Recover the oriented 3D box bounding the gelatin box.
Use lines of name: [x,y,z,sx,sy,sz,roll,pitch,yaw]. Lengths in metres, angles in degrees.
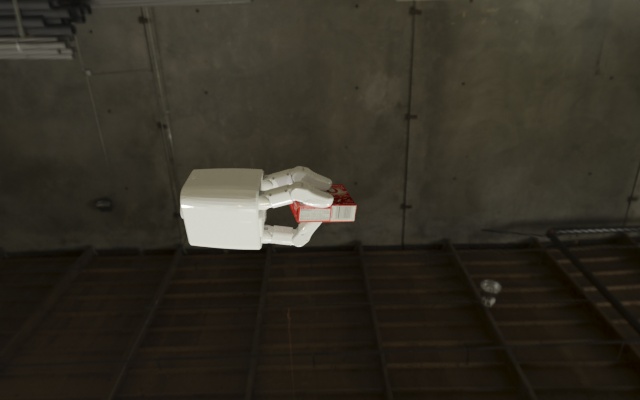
gelatin box: [0.000,0.003,0.704,0.089,0.030,0.073,0,26,-15]
